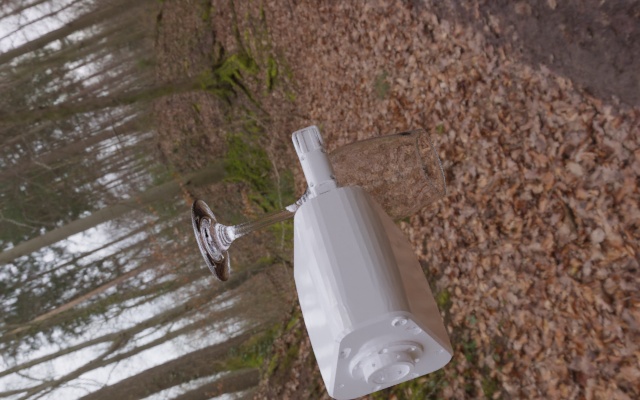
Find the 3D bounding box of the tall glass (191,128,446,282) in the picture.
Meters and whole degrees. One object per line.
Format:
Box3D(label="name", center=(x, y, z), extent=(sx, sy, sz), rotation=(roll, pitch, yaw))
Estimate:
Box3D(label="tall glass", center=(-0.001, 0.001, 0.405), extent=(0.201, 0.079, 0.079), rotation=(-20, -1, 2))
